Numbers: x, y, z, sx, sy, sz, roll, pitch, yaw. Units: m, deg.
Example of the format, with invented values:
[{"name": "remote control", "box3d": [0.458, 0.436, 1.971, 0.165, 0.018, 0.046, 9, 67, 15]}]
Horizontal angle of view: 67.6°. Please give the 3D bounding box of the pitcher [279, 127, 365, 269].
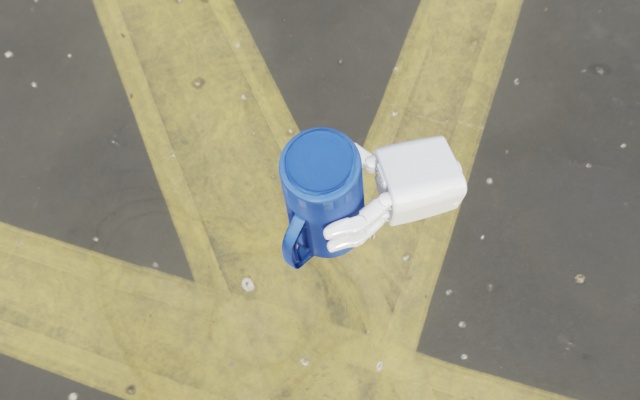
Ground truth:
[{"name": "pitcher", "box3d": [0.000, 0.002, 0.714, 0.145, 0.149, 0.243, -11, -21, 0]}]
